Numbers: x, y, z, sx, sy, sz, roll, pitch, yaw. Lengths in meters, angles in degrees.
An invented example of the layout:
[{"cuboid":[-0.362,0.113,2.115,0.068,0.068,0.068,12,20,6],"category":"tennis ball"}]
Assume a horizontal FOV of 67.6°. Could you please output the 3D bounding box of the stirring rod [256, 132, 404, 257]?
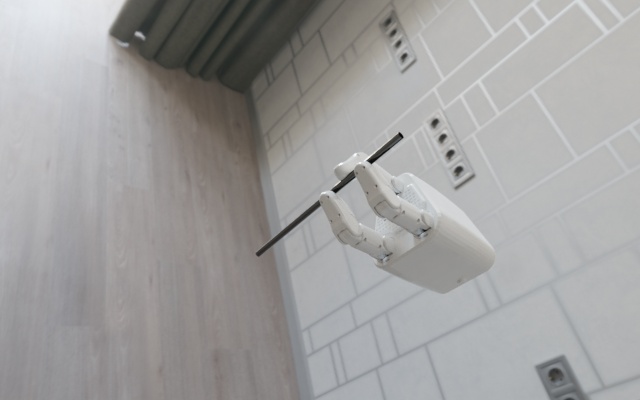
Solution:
[{"cuboid":[0.000,0.002,0.524,0.011,0.011,0.240,0,-32,-49],"category":"stirring rod"}]
